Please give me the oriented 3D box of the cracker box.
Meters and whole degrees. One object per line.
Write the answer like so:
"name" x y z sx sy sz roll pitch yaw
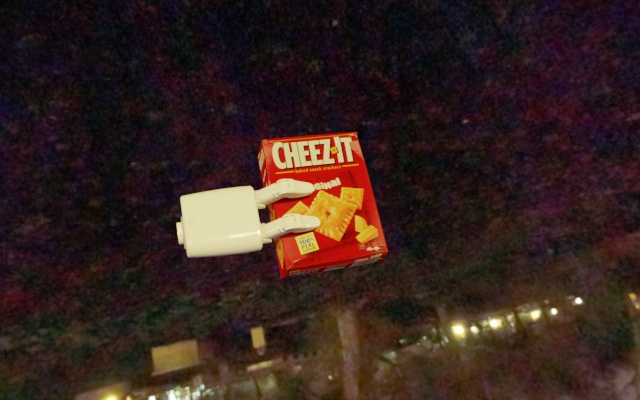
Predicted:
"cracker box" 0.000 0.003 0.760 0.164 0.213 0.072 -7 -19 -16
